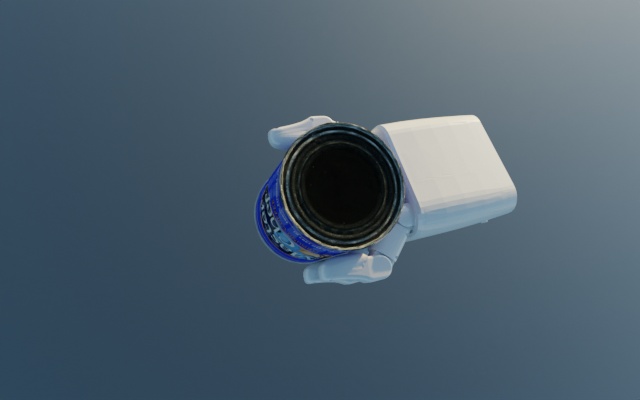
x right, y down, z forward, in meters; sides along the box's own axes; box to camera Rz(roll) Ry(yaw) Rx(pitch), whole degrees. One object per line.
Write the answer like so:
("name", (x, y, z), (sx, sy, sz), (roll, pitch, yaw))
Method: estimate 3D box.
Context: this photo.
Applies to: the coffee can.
("coffee can", (0.000, 0.001, 0.433), (0.103, 0.102, 0.140), (0, -11, -16))
